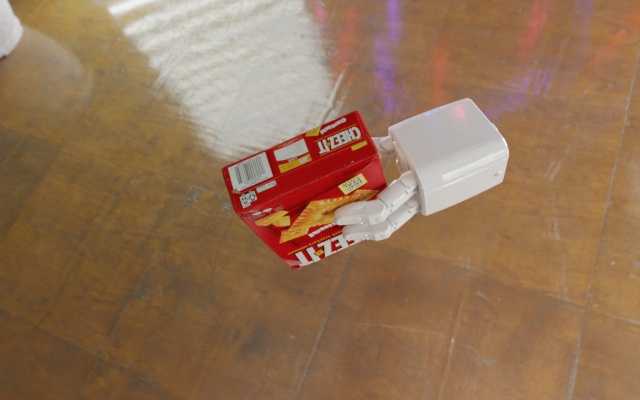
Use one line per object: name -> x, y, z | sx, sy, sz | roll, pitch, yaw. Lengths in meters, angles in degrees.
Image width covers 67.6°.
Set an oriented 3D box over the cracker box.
cracker box -> 0.000, 0.002, 0.592 | 0.164, 0.072, 0.214 | -23, -28, 3
